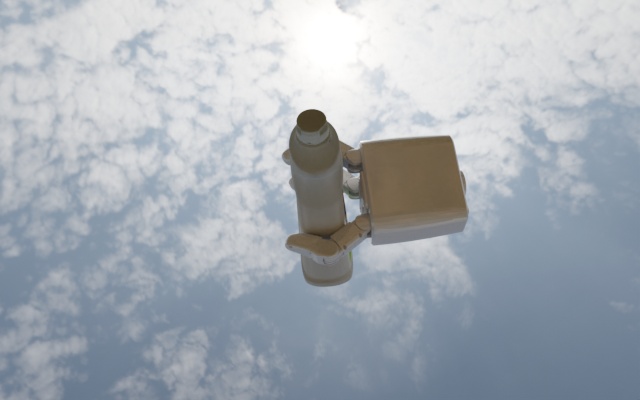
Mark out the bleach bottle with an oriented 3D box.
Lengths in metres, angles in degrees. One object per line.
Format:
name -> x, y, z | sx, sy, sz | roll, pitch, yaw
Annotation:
bleach bottle -> 0.000, 0.002, 0.536 | 0.068, 0.102, 0.251 | -6, -33, 0
